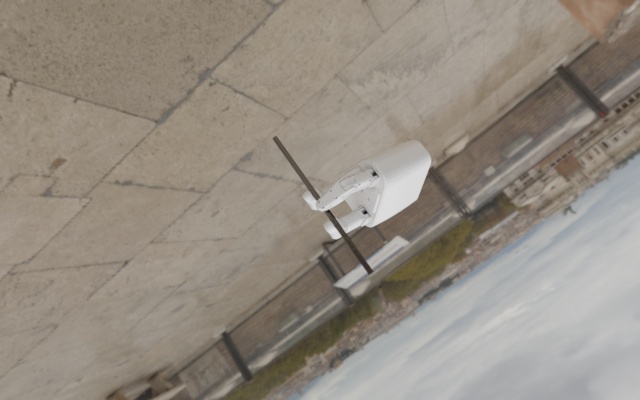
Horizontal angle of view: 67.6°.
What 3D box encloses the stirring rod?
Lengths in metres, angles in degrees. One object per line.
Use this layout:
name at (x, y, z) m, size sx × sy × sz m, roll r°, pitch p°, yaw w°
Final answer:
stirring rod at (0.000, 0.002, 0.666) m, size 0.011 × 0.239 × 0.011 m, roll -32°, pitch -16°, yaw -11°
